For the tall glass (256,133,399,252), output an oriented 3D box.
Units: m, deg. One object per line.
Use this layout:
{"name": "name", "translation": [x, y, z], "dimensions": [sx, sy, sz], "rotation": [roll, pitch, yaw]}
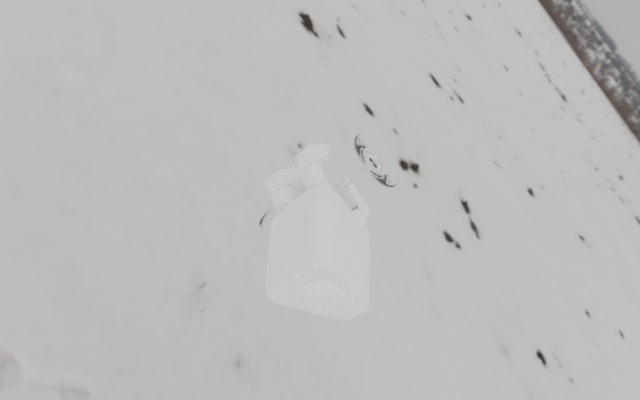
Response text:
{"name": "tall glass", "translation": [0.001, 0.002, 0.612], "dimensions": [0.201, 0.079, 0.079], "rotation": [-37, -23, 34]}
